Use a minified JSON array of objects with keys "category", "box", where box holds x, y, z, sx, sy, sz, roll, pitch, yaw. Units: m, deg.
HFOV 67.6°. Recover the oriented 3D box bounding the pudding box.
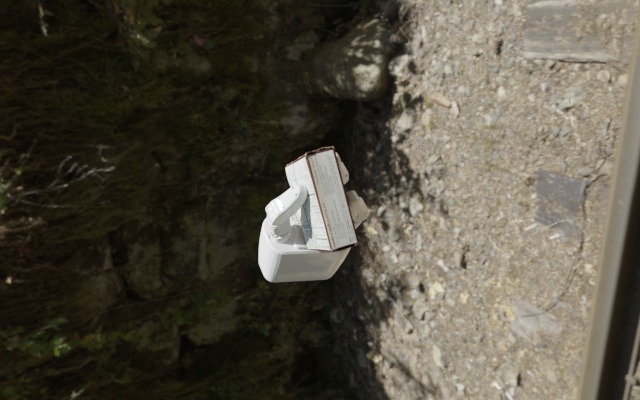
[{"category":"pudding box","box":[0.000,0.002,0.552,0.039,0.113,0.090,-17,1,-20]}]
